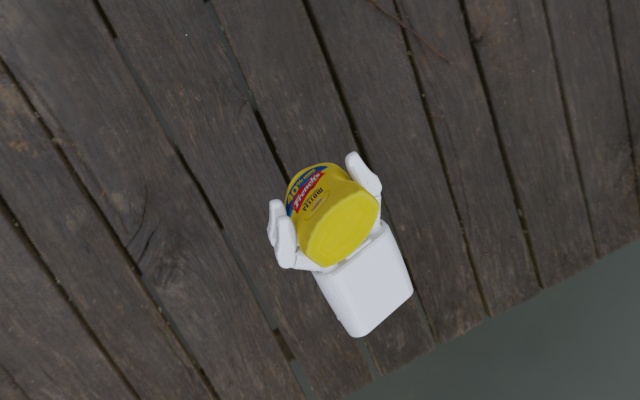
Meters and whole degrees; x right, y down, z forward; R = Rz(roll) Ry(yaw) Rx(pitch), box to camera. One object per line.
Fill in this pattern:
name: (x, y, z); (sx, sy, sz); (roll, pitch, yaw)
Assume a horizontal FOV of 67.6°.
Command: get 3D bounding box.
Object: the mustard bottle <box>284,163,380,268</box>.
mustard bottle: (0.000, 0.002, 0.586); (0.058, 0.096, 0.191); (37, 6, -23)
